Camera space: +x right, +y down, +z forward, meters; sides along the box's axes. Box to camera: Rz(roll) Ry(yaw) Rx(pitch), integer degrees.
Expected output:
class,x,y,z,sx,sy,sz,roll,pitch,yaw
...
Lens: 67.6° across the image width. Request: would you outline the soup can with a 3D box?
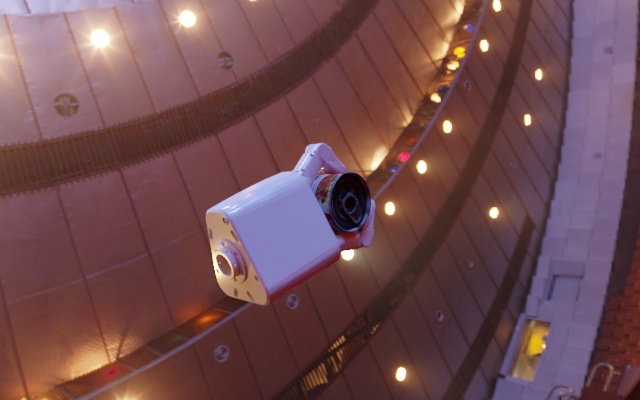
class,x,y,z,sx,sy,sz,roll,pitch,yaw
soup can,0.000,0.002,0.572,0.068,0.068,0.102,0,0,-44
